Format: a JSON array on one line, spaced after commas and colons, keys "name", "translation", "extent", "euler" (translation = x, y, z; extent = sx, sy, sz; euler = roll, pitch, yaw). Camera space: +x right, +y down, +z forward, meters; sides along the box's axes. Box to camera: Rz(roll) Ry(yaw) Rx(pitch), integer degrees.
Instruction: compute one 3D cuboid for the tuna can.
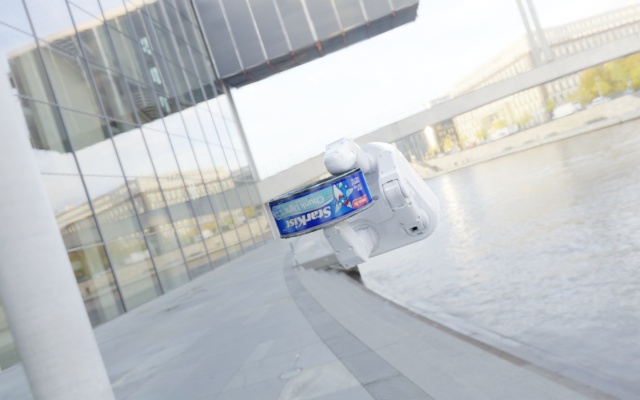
[{"name": "tuna can", "translation": [0.000, 0.001, 0.406], "extent": [0.086, 0.034, 0.086], "euler": [-20, 4, 2]}]
